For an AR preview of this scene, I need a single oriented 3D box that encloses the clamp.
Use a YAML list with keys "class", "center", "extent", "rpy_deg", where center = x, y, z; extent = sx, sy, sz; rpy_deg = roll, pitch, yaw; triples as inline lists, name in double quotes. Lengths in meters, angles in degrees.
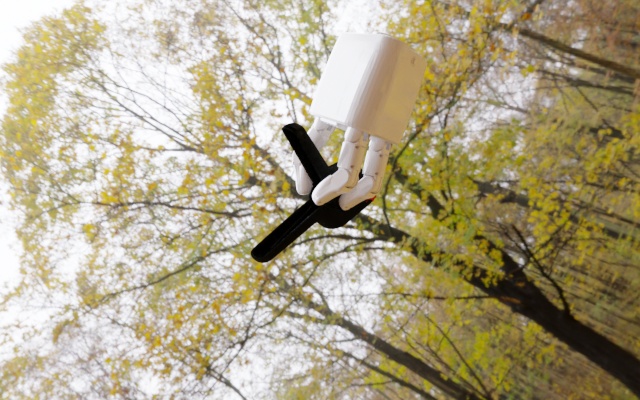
- class: "clamp"
  center: [0.000, 0.002, 0.605]
  extent: [0.036, 0.164, 0.210]
  rpy_deg: [26, 10, 35]
